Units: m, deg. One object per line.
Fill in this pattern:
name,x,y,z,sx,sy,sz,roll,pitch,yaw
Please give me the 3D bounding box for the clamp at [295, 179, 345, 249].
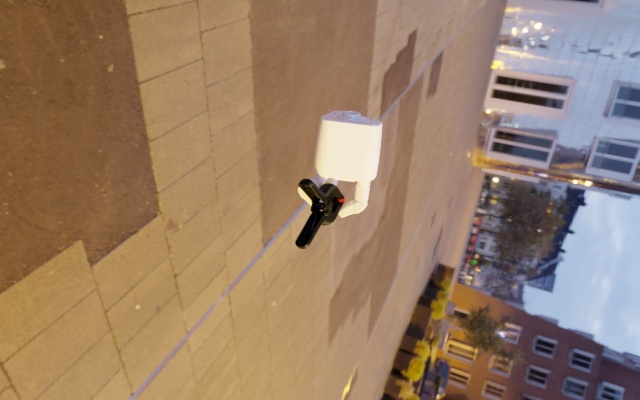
clamp,0.001,0.003,0.859,0.039,0.120,0.171,14,24,19
